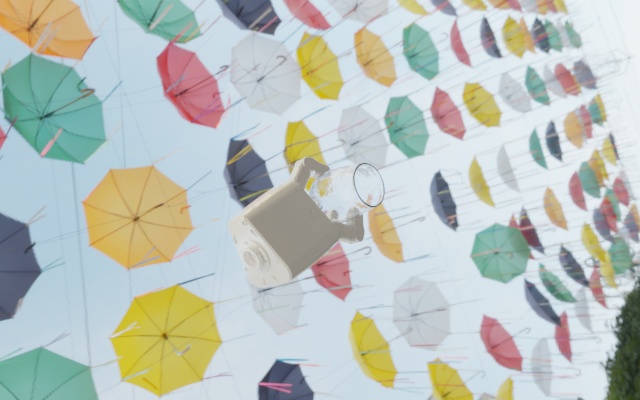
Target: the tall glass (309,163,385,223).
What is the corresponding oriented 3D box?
[{"bbox_3d":[0.000,0.002,0.710,0.079,0.079,0.201,0,-14,-43],"label":"tall glass"}]
